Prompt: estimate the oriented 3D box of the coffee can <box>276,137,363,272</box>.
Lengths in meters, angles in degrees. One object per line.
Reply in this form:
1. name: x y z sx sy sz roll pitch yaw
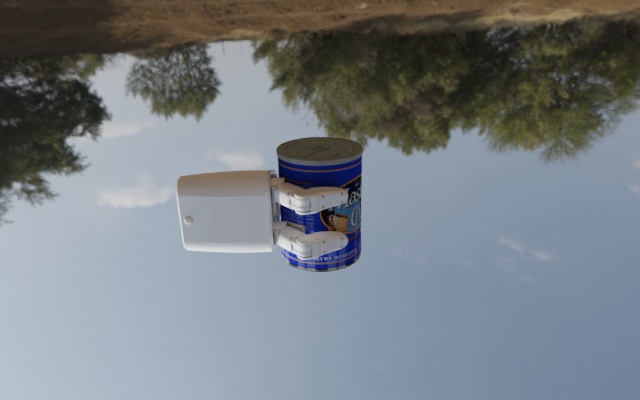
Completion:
1. coffee can: 0.000 0.002 0.590 0.103 0.140 0.102 -1 22 0
